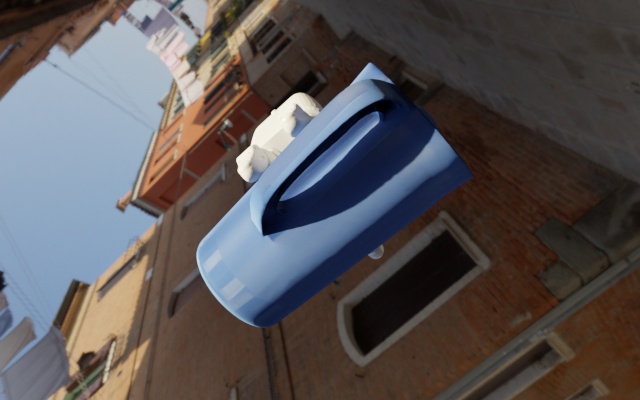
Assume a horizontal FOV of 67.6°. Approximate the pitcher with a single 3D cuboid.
[{"bbox_3d":[0.000,0.001,0.431,0.149,0.243,0.145,44,12,-21],"label":"pitcher"}]
